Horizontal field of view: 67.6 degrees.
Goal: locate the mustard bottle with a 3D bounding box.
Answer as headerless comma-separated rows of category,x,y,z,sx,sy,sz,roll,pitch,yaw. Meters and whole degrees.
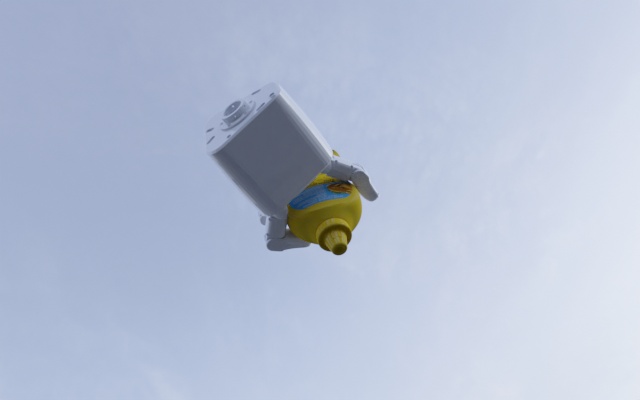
mustard bottle,0.000,0.002,0.601,0.096,0.058,0.191,-14,35,-6
